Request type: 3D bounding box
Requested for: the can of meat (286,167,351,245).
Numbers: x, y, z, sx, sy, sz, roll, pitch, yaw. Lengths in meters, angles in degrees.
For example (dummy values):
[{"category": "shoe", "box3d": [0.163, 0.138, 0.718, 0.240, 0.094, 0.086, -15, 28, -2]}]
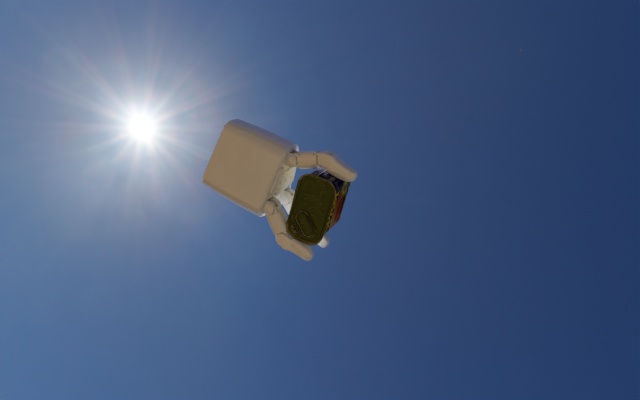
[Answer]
[{"category": "can of meat", "box3d": [0.000, 0.002, 0.696, 0.057, 0.102, 0.084, 23, 24, 14]}]
